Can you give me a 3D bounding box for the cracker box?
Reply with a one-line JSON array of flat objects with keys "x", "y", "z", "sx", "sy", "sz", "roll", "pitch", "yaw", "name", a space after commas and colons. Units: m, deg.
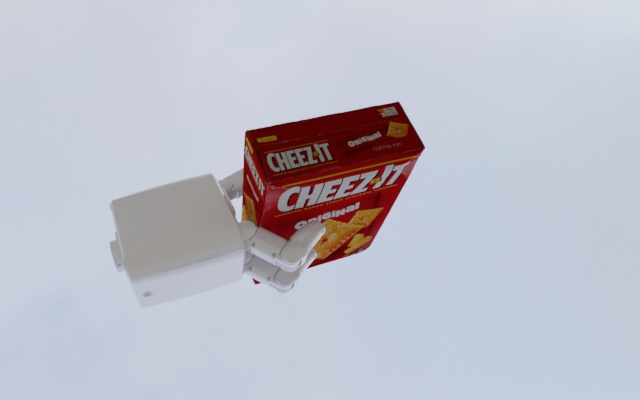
[{"x": 0.000, "y": 0.002, "z": 0.526, "sx": 0.164, "sy": 0.072, "sz": 0.214, "roll": -15, "pitch": -28, "yaw": -20, "name": "cracker box"}]
